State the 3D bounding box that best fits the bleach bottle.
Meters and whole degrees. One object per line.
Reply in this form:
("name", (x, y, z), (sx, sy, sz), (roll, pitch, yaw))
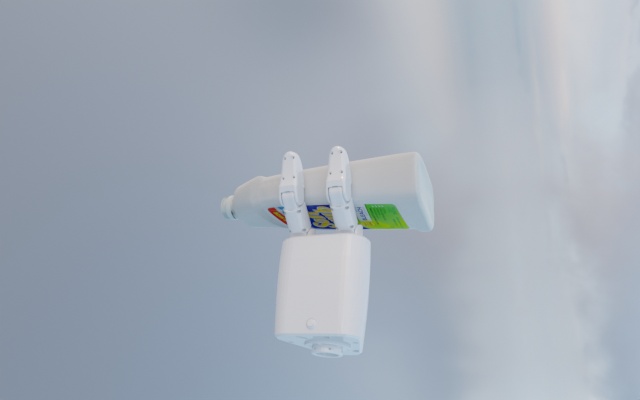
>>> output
("bleach bottle", (0.000, 0.002, 0.567), (0.251, 0.068, 0.103), (-6, -30, 22))
